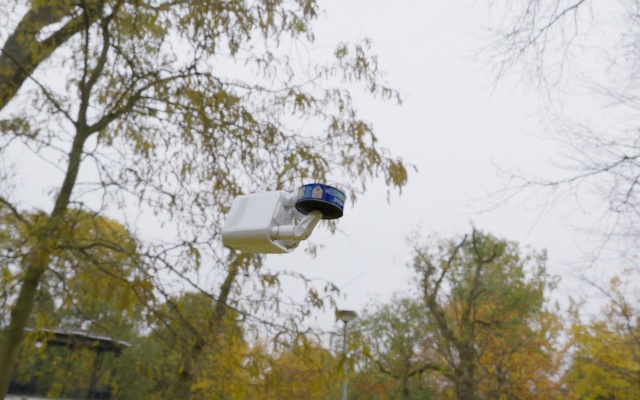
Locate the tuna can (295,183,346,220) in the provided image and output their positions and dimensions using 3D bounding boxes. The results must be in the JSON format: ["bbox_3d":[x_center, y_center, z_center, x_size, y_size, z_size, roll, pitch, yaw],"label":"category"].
[{"bbox_3d":[0.000,0.002,0.828,0.086,0.033,0.086,9,-22,4],"label":"tuna can"}]
